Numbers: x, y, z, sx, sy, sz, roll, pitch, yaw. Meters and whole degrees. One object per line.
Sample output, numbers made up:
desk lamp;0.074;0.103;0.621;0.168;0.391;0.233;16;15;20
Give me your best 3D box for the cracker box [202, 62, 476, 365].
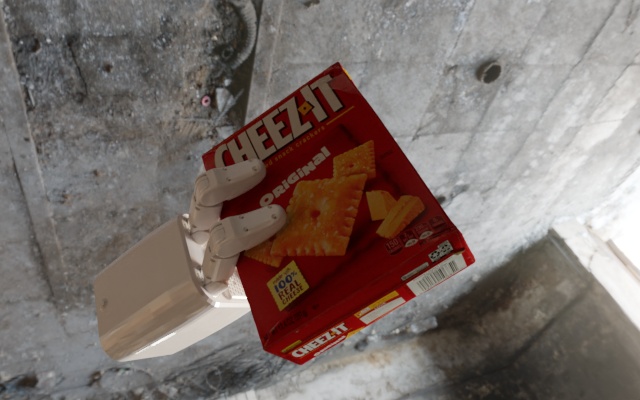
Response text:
cracker box;0.000;0.002;0.411;0.164;0.213;0.072;-33;-37;8
